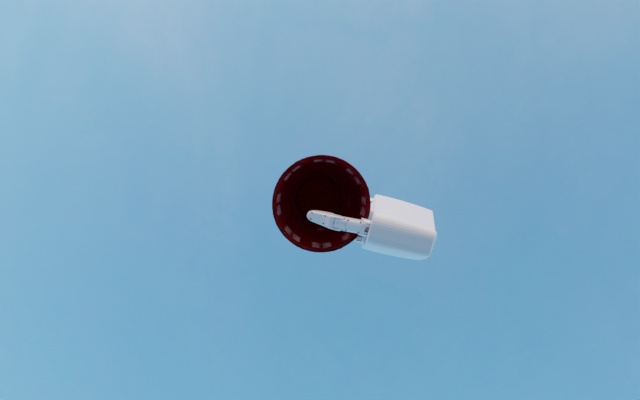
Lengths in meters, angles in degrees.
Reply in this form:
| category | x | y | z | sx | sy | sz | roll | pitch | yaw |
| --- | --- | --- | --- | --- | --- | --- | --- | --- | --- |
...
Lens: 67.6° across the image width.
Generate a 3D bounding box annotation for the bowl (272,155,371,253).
| category | x | y | z | sx | sy | sz | roll | pitch | yaw |
| --- | --- | --- | --- | --- | --- | --- | --- | --- | --- |
| bowl | -0.001 | 0.002 | 0.800 | 0.162 | 0.162 | 0.055 | 0 | 10 | -4 |
